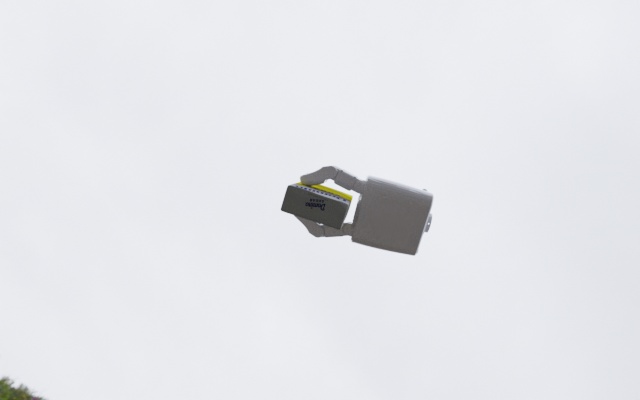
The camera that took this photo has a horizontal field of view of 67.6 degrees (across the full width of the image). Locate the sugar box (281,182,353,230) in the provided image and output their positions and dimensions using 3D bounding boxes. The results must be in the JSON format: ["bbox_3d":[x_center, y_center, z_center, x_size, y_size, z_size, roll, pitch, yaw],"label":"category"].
[{"bbox_3d":[0.000,0.002,0.755,0.093,0.048,0.176,18,4,4],"label":"sugar box"}]
